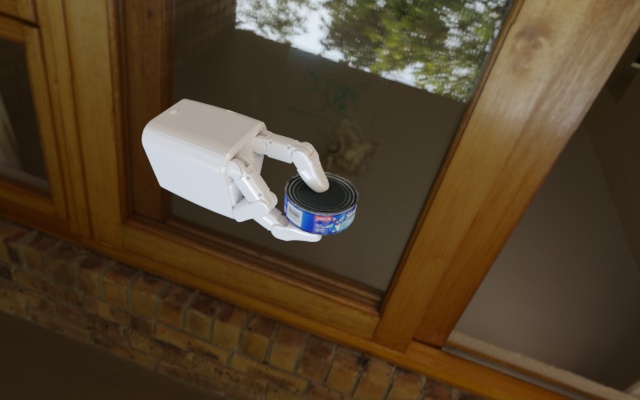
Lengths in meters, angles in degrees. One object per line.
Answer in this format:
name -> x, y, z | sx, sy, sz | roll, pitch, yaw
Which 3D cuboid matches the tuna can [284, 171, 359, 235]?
tuna can -> 0.000, 0.002, 0.560 | 0.086, 0.034, 0.086 | 5, 36, -4
